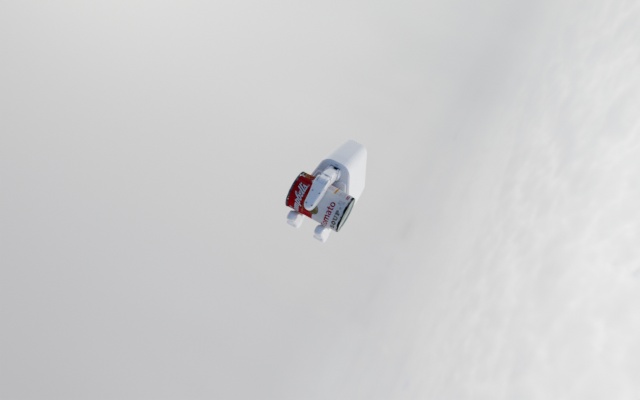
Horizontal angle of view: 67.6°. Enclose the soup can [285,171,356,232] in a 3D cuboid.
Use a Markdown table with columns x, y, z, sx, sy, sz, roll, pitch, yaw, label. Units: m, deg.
| x | y | z | sx | sy | sz | roll | pitch | yaw | label |
| --- | --- | --- | --- | --- | --- | --- | --- | --- | --- |
| 0.000 | 0.003 | 0.816 | 0.102 | 0.068 | 0.068 | 28 | 5 | 10 | soup can |
